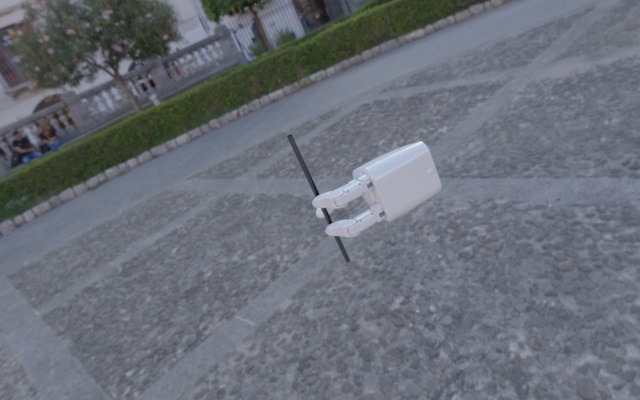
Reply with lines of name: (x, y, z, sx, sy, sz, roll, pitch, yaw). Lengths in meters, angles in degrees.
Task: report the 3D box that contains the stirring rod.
stirring rod: (0.000, 0.003, 0.769, 0.011, 0.240, 0.011, -21, 22, 9)
